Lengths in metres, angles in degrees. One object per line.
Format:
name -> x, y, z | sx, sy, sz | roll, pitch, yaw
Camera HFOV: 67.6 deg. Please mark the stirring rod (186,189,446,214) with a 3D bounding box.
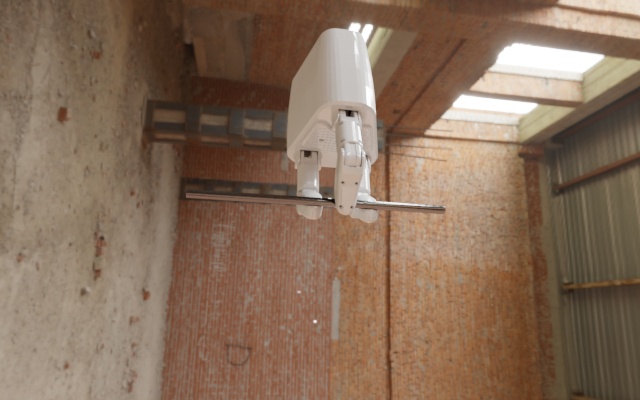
stirring rod -> 0.000, 0.001, 0.441 | 0.239, 0.011, 0.011 | 4, -1, -9
